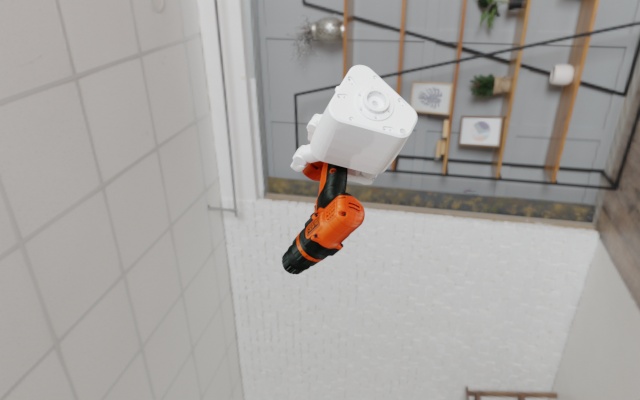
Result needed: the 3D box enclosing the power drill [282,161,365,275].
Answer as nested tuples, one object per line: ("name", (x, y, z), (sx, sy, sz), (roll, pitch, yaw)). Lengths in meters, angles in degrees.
("power drill", (0.000, 0.002, 0.715), (0.057, 0.187, 0.184), (21, -41, -25))
